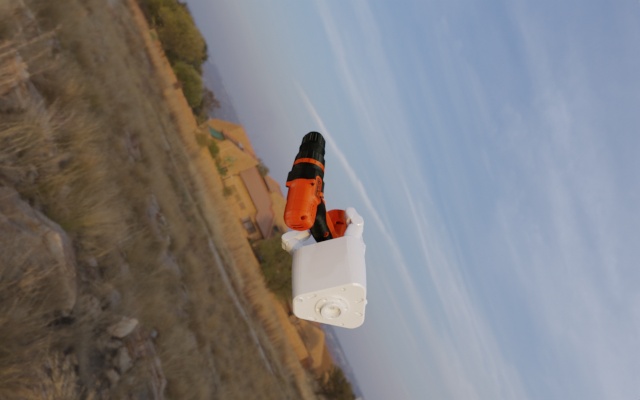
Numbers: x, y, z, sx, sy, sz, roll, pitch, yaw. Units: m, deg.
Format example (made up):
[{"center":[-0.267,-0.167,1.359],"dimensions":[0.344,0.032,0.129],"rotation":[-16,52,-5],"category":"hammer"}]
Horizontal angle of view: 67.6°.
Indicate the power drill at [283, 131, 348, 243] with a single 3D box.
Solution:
[{"center":[0.000,0.003,0.801],"dimensions":[0.057,0.184,0.188],"rotation":[-5,-37,23],"category":"power drill"}]
